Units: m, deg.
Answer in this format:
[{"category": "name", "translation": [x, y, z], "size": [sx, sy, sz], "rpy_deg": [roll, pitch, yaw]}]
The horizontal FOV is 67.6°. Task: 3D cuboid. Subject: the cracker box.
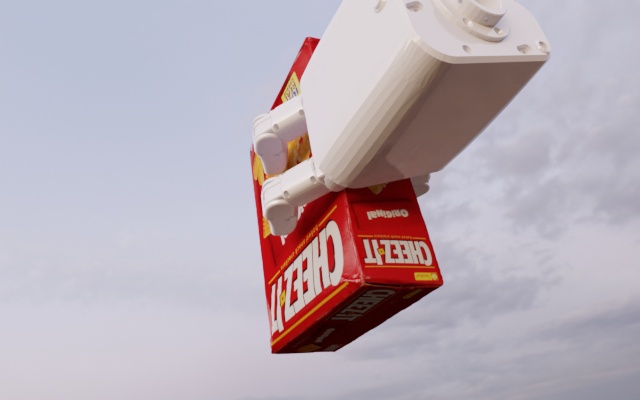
[{"category": "cracker box", "translation": [0.000, 0.001, 0.402], "size": [0.072, 0.213, 0.164], "rpy_deg": [5, -33, -25]}]
